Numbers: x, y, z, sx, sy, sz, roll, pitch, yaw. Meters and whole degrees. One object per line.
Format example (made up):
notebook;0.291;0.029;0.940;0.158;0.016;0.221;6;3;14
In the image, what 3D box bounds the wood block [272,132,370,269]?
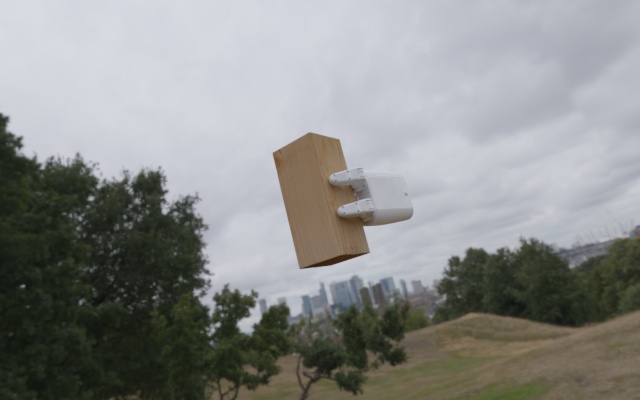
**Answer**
wood block;0.000;0.003;0.806;0.091;0.206;0.090;-24;-17;35
